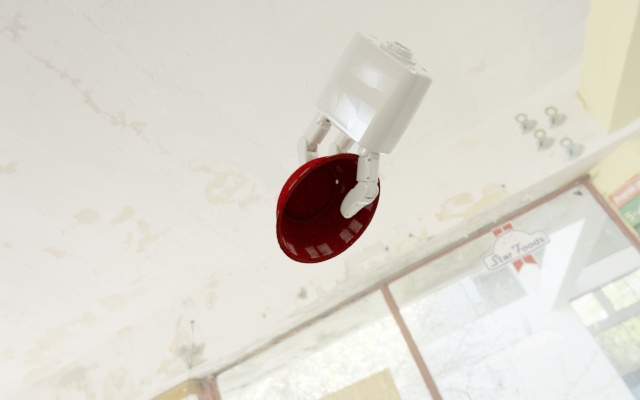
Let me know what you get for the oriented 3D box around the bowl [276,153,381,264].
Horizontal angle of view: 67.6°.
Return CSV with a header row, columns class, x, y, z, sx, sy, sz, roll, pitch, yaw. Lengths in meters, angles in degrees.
class,x,y,z,sx,sy,sz,roll,pitch,yaw
bowl,-0.001,0.003,0.629,0.162,0.162,0.055,0,27,-39
